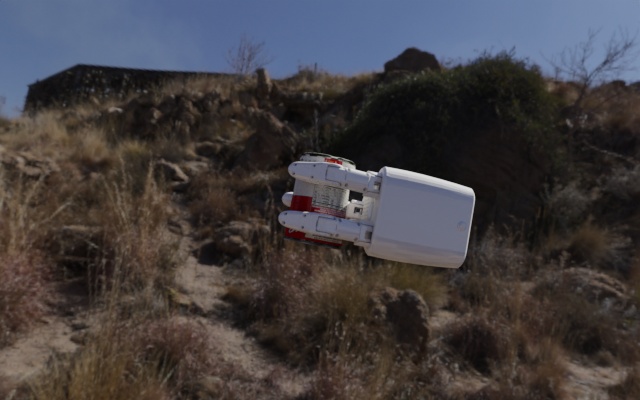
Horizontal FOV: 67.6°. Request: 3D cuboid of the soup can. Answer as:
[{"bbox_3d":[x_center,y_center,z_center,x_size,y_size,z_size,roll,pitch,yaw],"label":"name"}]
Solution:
[{"bbox_3d":[0.000,0.001,0.556,0.068,0.102,0.068,11,-5,1],"label":"soup can"}]
